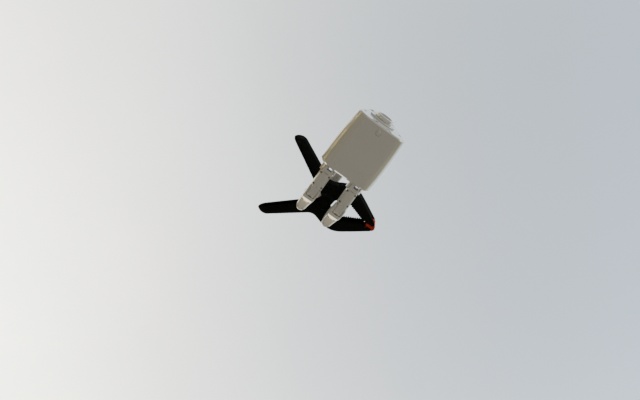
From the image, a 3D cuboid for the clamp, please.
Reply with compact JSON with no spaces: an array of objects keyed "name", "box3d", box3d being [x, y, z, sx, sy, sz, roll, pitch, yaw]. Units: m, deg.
[{"name":"clamp","box3d":[0.001,0.003,0.859,0.210,0.165,0.036,35,25,-7]}]
